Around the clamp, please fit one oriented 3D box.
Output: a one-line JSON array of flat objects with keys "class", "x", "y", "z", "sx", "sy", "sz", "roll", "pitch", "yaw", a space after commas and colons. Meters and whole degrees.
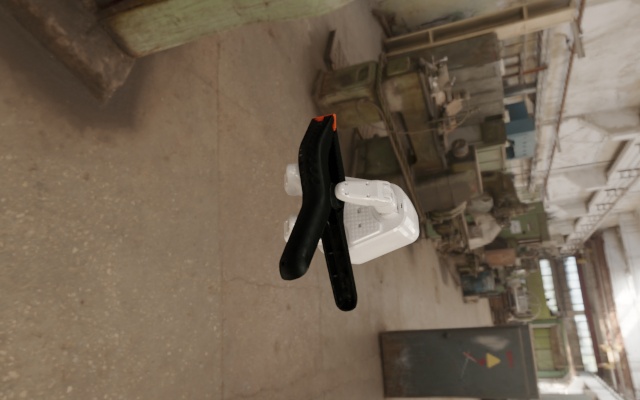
[{"class": "clamp", "x": 0.001, "y": 0.001, "z": 0.484, "sx": 0.036, "sy": 0.210, "sz": 0.164, "roll": -8, "pitch": -17, "yaw": 18}]
